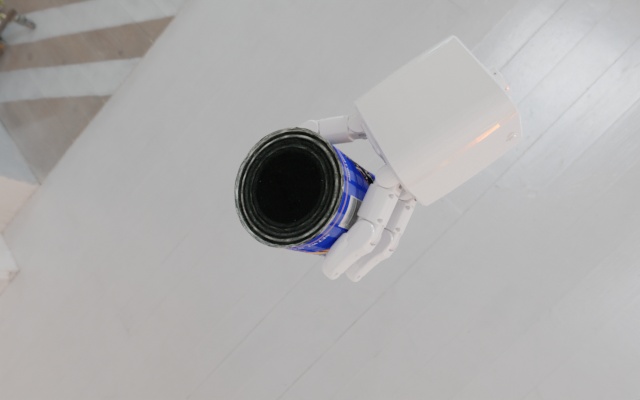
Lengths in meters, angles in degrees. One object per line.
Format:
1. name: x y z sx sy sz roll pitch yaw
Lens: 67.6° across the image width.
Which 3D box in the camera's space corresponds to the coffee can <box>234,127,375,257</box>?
1. coffee can: 0.000 0.002 0.454 0.103 0.103 0.140 0 -11 25
